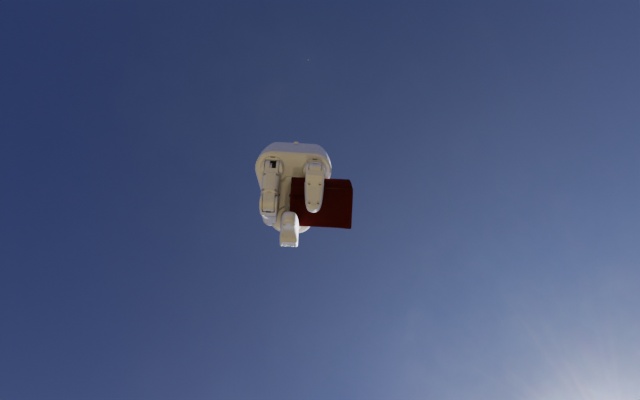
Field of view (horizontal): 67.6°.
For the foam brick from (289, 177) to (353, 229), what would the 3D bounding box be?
[{"bbox_3d":[0.000,0.002,0.599,0.078,0.053,0.051,3,16,-2],"label":"foam brick"}]
